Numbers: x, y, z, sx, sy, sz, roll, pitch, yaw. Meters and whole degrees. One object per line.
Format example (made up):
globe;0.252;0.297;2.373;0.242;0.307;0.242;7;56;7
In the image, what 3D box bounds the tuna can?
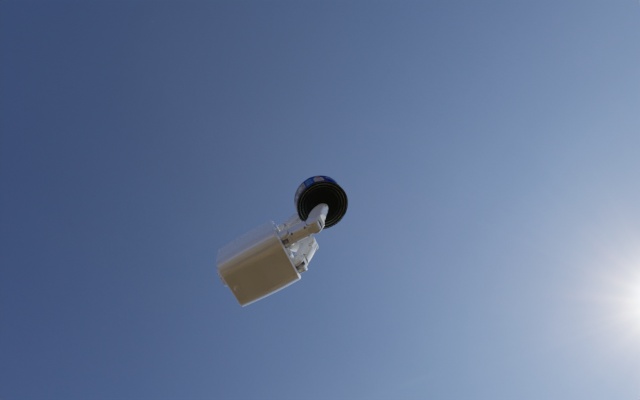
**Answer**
tuna can;0.000;0.002;0.793;0.086;0.086;0.033;0;22;-14
